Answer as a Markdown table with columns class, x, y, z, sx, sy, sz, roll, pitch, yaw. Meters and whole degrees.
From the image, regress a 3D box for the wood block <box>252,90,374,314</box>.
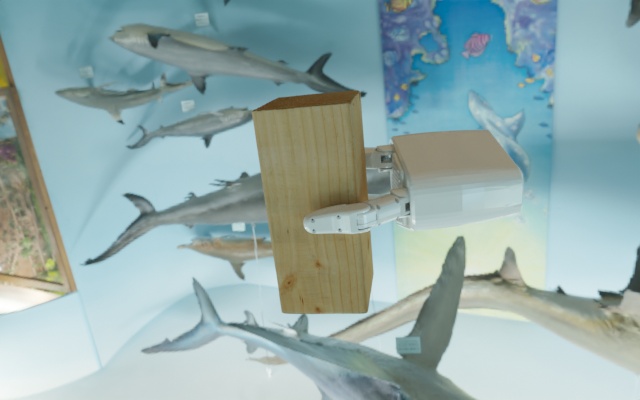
| class | x | y | z | sx | sy | sz | roll | pitch | yaw |
| --- | --- | --- | --- | --- | --- | --- | --- | --- | --- |
| wood block | 0.000 | 0.002 | 0.482 | 0.090 | 0.206 | 0.090 | -2 | 19 | 12 |
